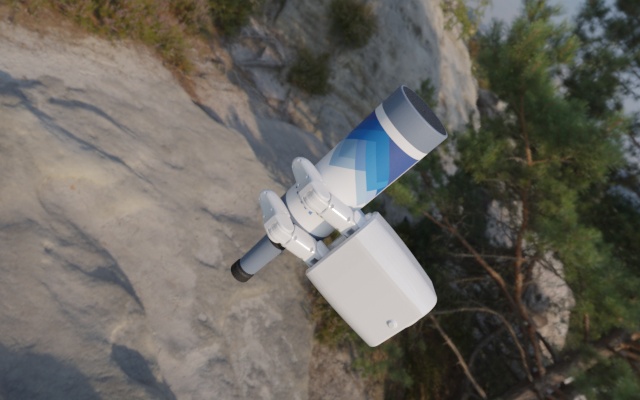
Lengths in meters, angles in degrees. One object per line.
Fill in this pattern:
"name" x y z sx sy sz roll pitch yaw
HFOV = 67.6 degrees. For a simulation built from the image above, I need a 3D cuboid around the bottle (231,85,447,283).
"bottle" 0.000 0.001 0.519 0.296 0.069 0.069 -41 -21 26
